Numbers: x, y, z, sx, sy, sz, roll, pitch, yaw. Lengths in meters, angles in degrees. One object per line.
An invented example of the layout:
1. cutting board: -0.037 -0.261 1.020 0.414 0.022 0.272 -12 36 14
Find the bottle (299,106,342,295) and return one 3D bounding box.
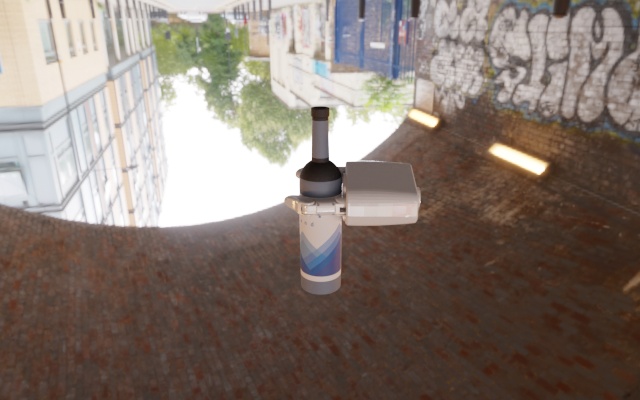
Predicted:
1. bottle: 0.000 0.003 0.747 0.069 0.296 0.069 0 20 0
